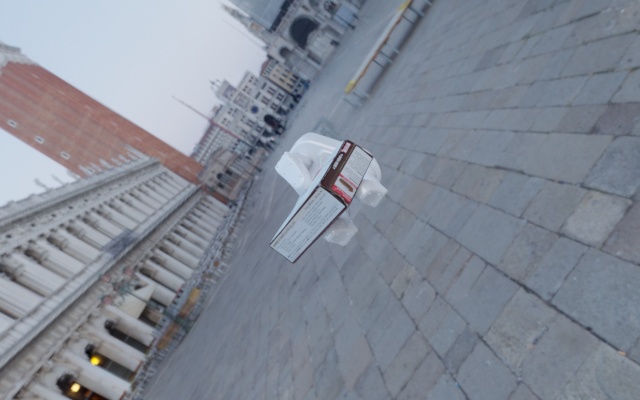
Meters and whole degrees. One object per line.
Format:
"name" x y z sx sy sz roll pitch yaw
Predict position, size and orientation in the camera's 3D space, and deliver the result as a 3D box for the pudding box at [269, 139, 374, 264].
"pudding box" 0.000 0.001 0.494 0.039 0.090 0.113 34 -48 -5
